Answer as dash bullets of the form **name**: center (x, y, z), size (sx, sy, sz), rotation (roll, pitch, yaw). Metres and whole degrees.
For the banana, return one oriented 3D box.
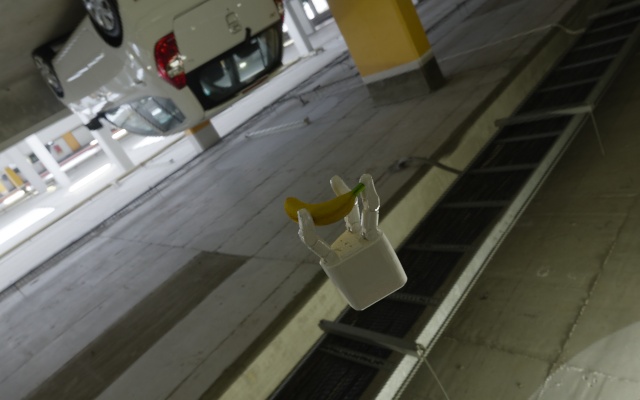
- **banana**: center (-0.007, 0.014, 0.803), size (0.198, 0.037, 0.069), rotation (-8, 34, 47)
